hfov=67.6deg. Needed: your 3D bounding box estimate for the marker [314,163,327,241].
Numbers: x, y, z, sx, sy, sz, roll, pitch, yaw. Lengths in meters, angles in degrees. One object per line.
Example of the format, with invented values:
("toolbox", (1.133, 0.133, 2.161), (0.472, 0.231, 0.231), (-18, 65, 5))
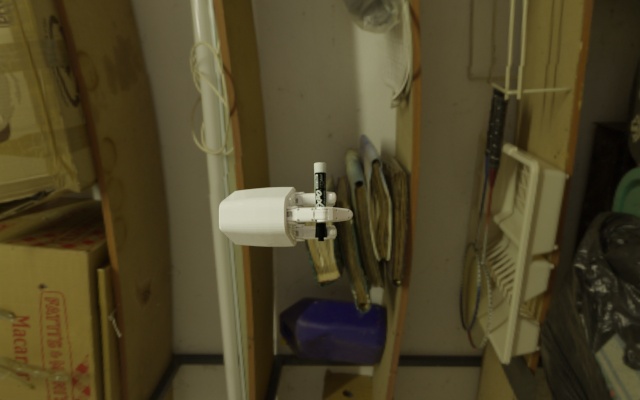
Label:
("marker", (0.000, 0.002, 0.738), (0.020, 0.121, 0.020), (-1, -4, 0))
